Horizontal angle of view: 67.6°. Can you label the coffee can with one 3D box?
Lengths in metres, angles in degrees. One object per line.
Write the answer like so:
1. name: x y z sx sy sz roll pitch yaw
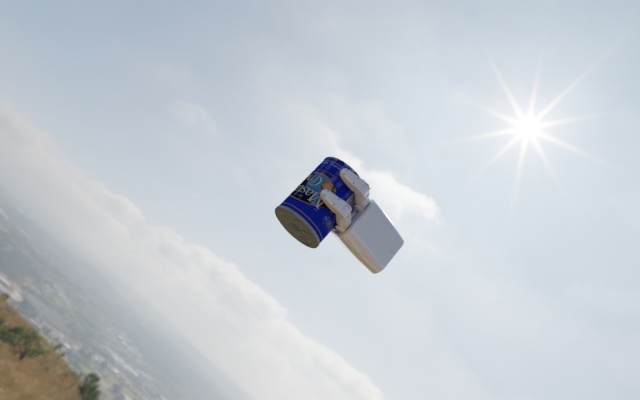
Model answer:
1. coffee can: 0.000 0.003 0.874 0.140 0.103 0.103 -47 21 -22
